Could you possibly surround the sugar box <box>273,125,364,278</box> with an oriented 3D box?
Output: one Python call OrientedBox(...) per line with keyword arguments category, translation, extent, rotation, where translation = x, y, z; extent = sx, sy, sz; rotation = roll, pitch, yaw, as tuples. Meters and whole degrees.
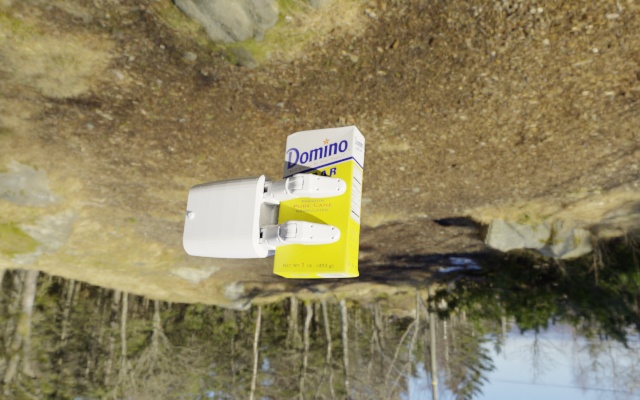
OrientedBox(category="sugar box", translation=(0.000, 0.002, 0.567), extent=(0.093, 0.176, 0.048), rotation=(-4, -16, 23))
